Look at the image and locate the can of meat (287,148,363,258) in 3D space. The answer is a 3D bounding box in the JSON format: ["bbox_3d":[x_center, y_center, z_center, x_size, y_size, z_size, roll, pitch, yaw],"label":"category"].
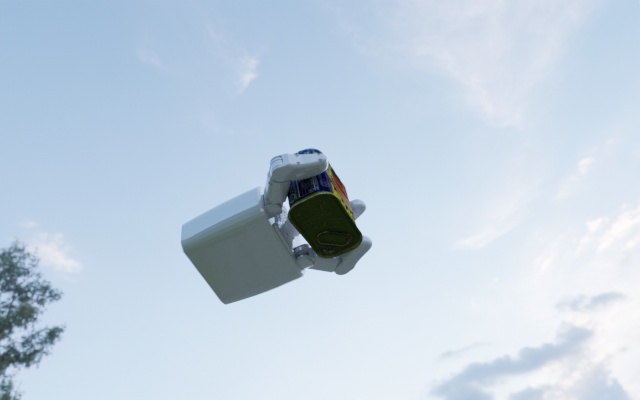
[{"bbox_3d":[0.000,0.001,0.543,0.057,0.083,0.102,-25,-46,11],"label":"can of meat"}]
